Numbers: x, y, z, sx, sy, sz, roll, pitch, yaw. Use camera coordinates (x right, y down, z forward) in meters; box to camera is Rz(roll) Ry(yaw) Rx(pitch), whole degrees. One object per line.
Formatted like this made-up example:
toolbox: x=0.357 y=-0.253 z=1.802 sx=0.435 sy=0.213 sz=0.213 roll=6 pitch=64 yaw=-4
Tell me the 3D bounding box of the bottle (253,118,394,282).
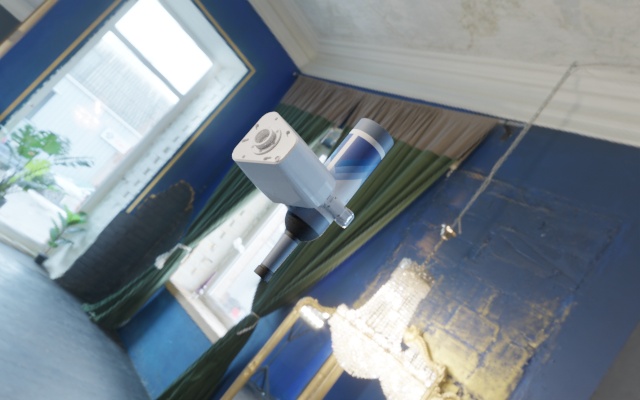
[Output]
bottle: x=0.000 y=0.002 z=0.744 sx=0.069 sy=0.295 sz=0.069 roll=38 pitch=-10 yaw=8
